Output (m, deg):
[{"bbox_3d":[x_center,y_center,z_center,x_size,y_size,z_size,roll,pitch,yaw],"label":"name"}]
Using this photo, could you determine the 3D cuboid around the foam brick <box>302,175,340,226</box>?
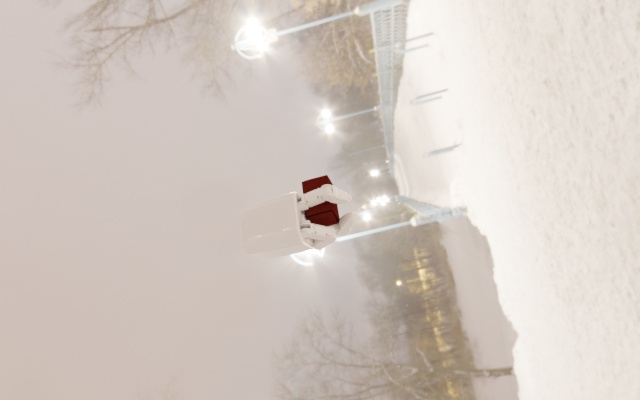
[{"bbox_3d":[0.000,0.003,0.865,0.051,0.078,0.053,-15,-33,11],"label":"foam brick"}]
